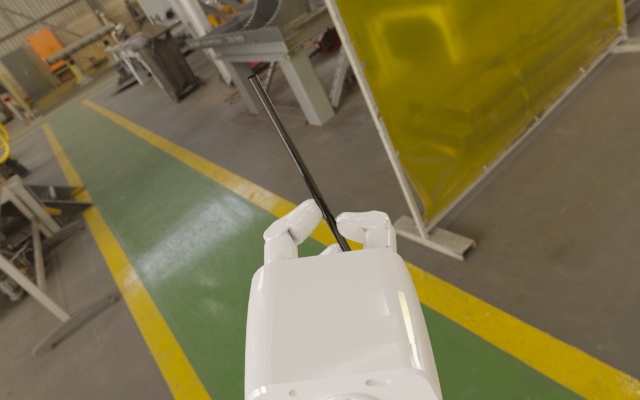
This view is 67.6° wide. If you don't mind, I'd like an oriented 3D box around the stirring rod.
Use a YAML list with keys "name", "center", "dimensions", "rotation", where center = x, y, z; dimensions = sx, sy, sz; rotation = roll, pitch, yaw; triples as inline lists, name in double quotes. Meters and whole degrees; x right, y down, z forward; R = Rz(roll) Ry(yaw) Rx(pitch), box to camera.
- name: "stirring rod"
  center: [0.000, 0.001, 0.408]
  dimensions: [0.011, 0.240, 0.011]
  rotation: [-21, 30, 13]
